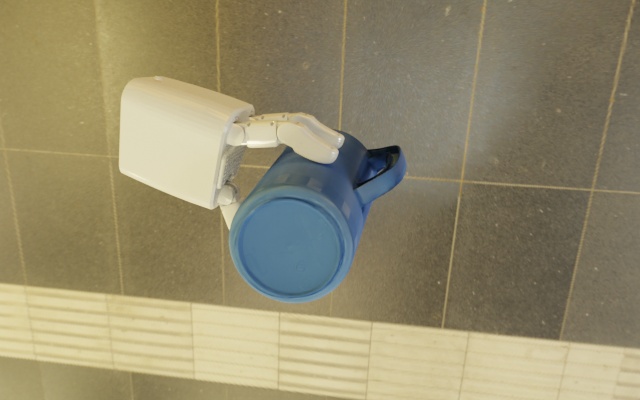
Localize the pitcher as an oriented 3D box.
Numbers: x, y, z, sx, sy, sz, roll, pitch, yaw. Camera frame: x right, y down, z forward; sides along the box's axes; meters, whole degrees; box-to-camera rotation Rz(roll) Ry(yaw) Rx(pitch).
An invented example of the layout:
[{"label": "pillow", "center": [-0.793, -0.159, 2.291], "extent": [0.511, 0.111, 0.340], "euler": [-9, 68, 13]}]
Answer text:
[{"label": "pitcher", "center": [0.000, 0.002, 0.504], "extent": [0.145, 0.149, 0.242], "euler": [23, 19, 1]}]
